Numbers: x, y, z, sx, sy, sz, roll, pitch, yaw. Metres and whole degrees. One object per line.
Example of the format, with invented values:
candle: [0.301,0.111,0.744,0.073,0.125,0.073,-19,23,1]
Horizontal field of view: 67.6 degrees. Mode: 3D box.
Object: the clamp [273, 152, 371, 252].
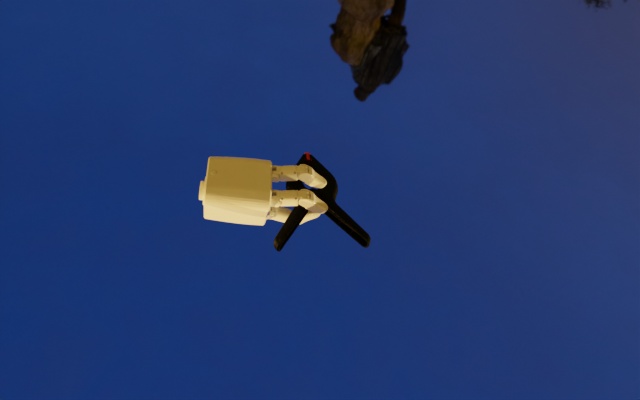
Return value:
clamp: [0.000,0.003,0.843,0.164,0.209,0.036,5,-38,-11]
